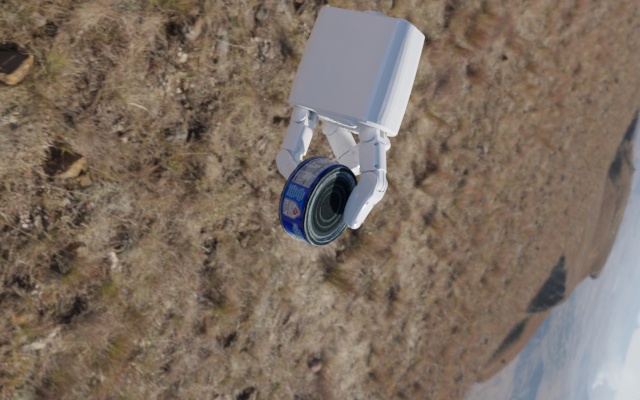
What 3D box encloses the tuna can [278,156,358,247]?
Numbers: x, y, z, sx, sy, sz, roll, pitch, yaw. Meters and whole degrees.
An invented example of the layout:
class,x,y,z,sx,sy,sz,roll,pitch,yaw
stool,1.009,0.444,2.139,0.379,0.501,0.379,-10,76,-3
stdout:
class,x,y,z,sx,sy,sz,roll,pitch,yaw
tuna can,0.000,0.002,0.473,0.033,0.086,0.086,23,14,35
